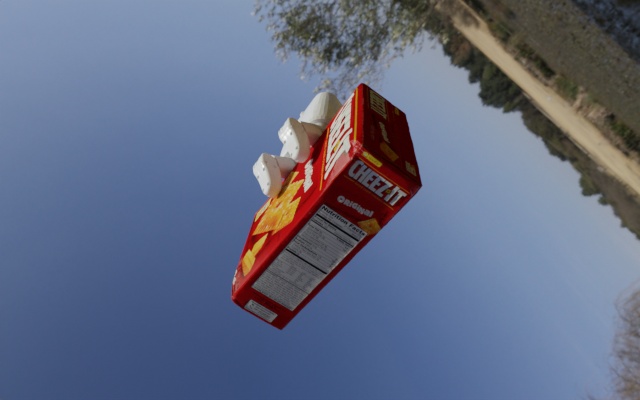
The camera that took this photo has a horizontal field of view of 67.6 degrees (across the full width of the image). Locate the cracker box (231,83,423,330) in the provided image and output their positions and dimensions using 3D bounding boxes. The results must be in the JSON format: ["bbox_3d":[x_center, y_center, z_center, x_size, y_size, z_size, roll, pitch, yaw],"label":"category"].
[{"bbox_3d":[0.000,0.002,0.491,0.072,0.214,0.164,32,28,-15],"label":"cracker box"}]
